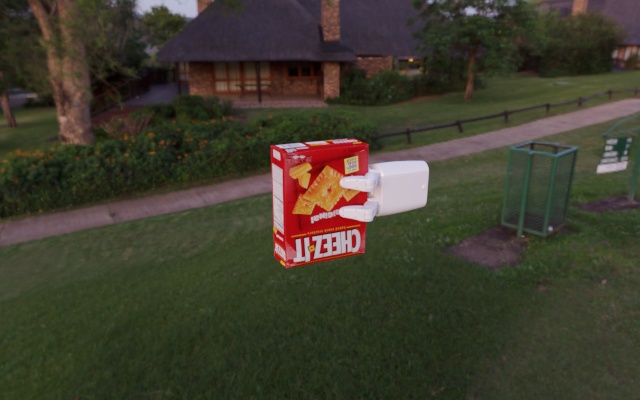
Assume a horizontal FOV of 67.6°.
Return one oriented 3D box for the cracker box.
[{"bbox_3d":[0.000,0.003,0.864,0.164,0.214,0.072,-8,20,-22],"label":"cracker box"}]
